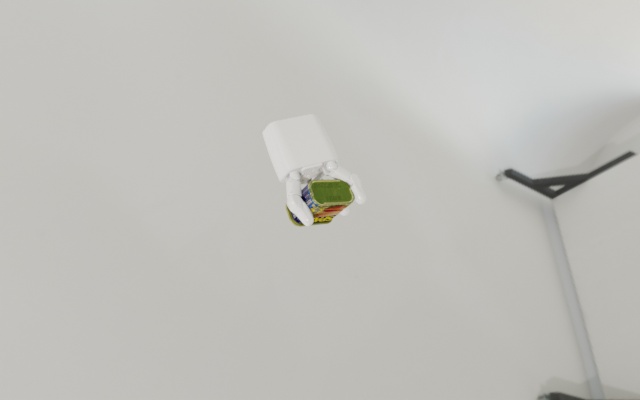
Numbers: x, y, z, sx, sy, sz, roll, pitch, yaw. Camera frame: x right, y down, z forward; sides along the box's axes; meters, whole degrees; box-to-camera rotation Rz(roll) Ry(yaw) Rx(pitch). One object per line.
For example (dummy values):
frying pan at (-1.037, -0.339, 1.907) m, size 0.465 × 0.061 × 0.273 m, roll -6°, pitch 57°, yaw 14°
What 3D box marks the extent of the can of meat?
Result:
can of meat at (0.000, 0.003, 0.889) m, size 0.102 × 0.057 × 0.084 m, roll -3°, pitch -26°, yaw -38°
